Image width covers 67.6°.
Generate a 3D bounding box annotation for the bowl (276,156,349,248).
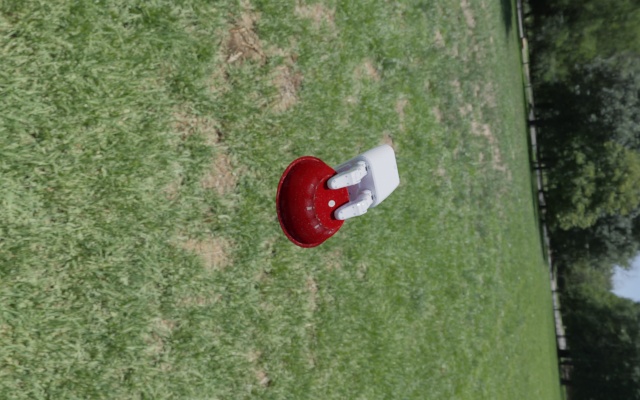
[{"bbox_3d":[0.000,0.003,0.817,0.055,0.162,0.162,1,0,42],"label":"bowl"}]
